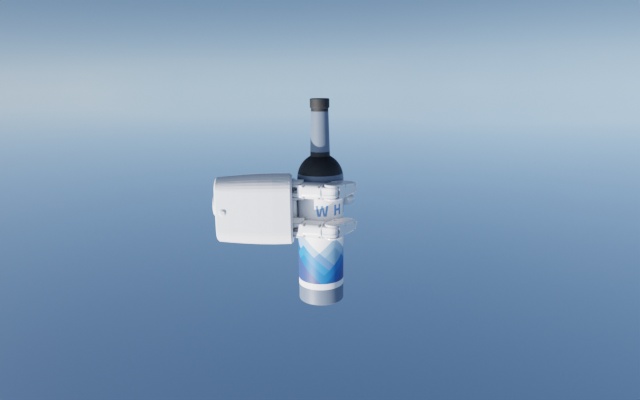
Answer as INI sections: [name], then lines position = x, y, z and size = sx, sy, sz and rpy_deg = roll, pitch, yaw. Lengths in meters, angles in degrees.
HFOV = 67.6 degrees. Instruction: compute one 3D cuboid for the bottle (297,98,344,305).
[bottle]
position = 0.000, 0.003, 0.692
size = 0.069, 0.296, 0.069
rpy_deg = -1, 13, 0
